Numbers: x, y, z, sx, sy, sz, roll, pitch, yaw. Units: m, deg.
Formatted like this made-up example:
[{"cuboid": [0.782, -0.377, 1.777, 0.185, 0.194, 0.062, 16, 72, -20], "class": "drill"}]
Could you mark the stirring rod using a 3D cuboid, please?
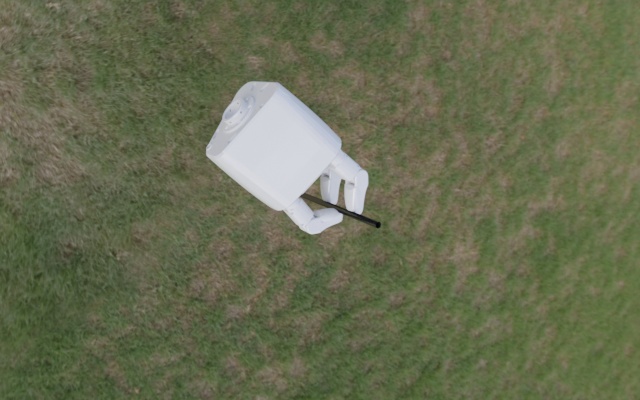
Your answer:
[{"cuboid": [0.000, 0.002, 0.649, 0.011, 0.011, 0.239, 0, 13, -35], "class": "stirring rod"}]
